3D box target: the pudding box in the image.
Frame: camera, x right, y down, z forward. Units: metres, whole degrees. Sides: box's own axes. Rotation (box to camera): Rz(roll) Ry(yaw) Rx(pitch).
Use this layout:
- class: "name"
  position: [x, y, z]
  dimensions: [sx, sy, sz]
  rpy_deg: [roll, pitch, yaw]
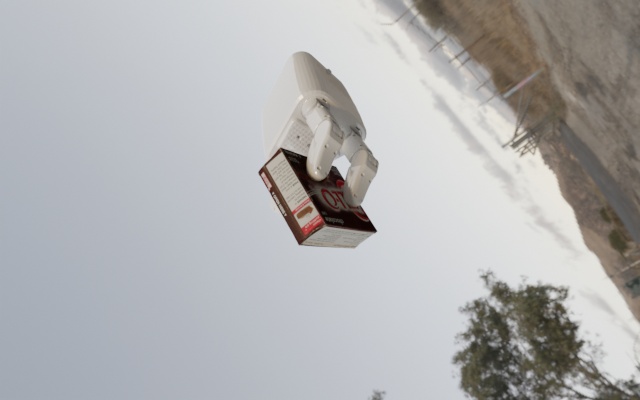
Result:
- class: "pudding box"
  position: [0.000, 0.002, 0.474]
  dimensions: [0.039, 0.090, 0.113]
  rpy_deg: [-42, -24, 22]
